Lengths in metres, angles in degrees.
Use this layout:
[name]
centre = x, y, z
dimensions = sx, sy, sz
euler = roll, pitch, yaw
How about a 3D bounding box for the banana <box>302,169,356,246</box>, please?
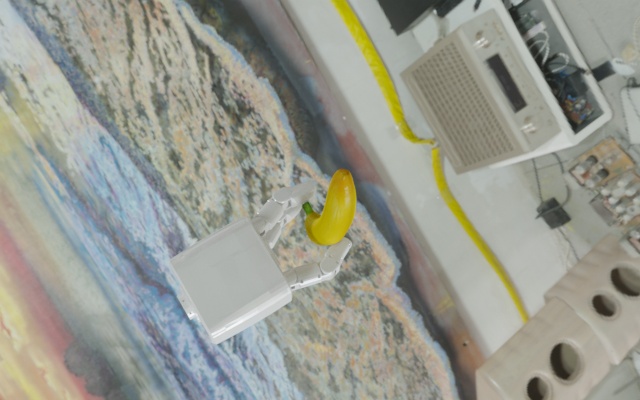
[banana]
centre = 0.008, 0.019, 0.582
dimensions = 0.037, 0.069, 0.198
euler = -27, -4, -19
